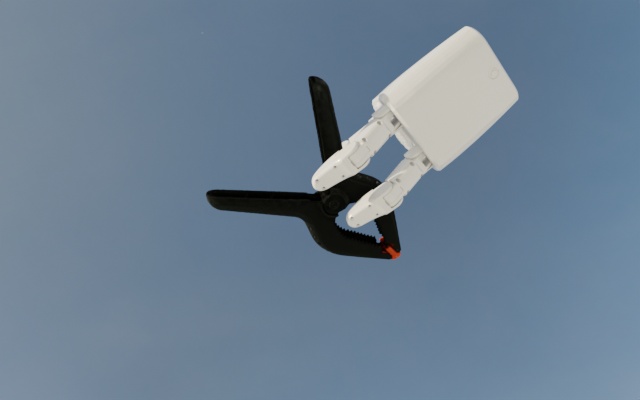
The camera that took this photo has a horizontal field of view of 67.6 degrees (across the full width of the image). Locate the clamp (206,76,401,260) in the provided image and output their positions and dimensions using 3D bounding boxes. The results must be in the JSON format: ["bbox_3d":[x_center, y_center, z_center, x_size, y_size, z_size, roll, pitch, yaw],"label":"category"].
[{"bbox_3d":[0.000,0.002,0.498,0.164,0.210,0.036,-40,23,9],"label":"clamp"}]
